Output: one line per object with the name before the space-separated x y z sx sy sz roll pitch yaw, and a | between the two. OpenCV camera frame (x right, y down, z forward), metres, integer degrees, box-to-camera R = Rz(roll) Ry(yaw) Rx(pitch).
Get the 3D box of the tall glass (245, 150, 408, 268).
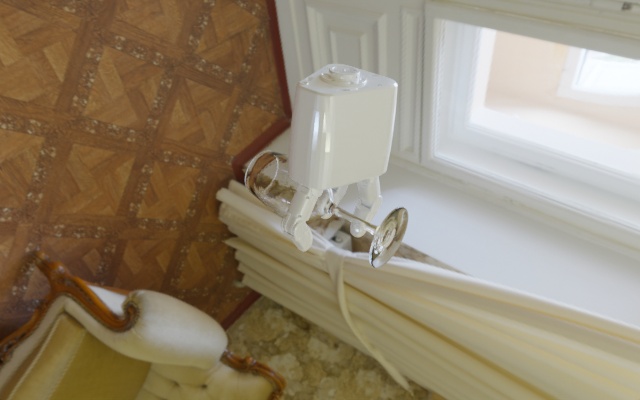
tall glass | 0.001 0.002 0.573 0.201 0.079 0.079 27 14 31
